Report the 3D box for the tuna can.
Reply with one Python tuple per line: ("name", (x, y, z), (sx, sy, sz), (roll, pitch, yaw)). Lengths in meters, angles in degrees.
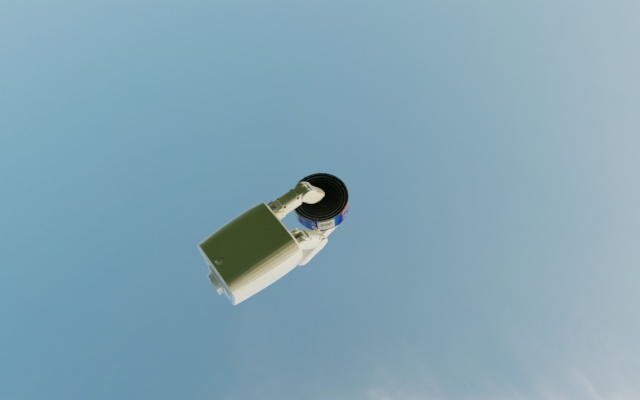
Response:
("tuna can", (0.000, 0.003, 0.723), (0.086, 0.086, 0.034), (0, -32, 5))
